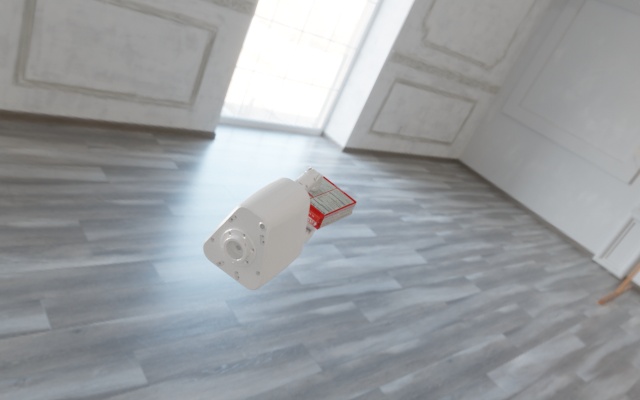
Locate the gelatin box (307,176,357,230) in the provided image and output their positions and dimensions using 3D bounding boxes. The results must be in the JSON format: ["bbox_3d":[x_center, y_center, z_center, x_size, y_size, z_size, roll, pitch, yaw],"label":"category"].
[{"bbox_3d":[0.000,0.002,0.725,0.073,0.030,0.089,38,35,23],"label":"gelatin box"}]
